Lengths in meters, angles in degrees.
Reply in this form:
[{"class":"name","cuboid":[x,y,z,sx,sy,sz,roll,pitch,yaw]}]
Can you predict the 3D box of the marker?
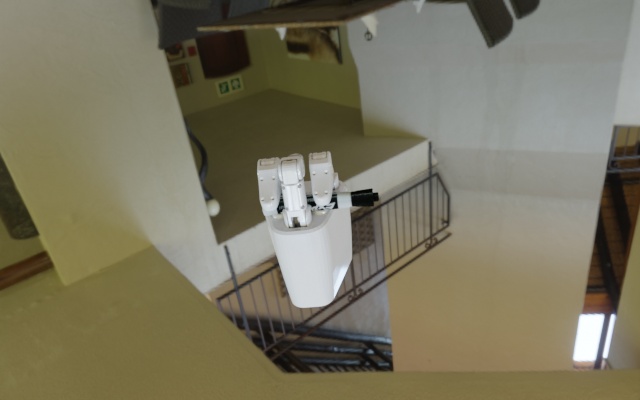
[{"class":"marker","cuboid":[0.000,0.002,0.497,0.121,0.020,0.020,-5,-1,7]}]
